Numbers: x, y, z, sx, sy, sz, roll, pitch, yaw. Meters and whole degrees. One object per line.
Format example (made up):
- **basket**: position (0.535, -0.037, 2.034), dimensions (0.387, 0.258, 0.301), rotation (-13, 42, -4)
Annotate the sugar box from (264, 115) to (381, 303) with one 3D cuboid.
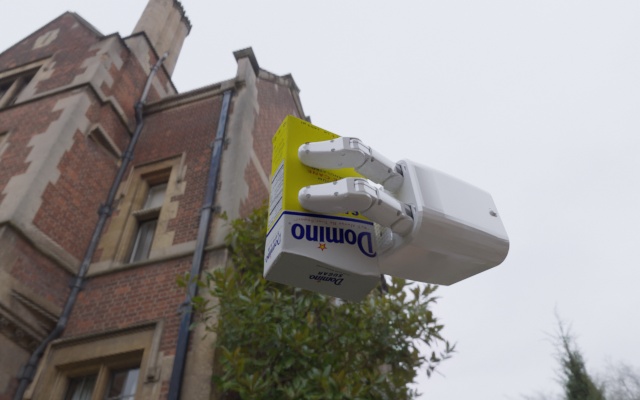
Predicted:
- **sugar box**: position (0.000, 0.001, 0.446), dimensions (0.093, 0.176, 0.048), rotation (18, -50, -21)
